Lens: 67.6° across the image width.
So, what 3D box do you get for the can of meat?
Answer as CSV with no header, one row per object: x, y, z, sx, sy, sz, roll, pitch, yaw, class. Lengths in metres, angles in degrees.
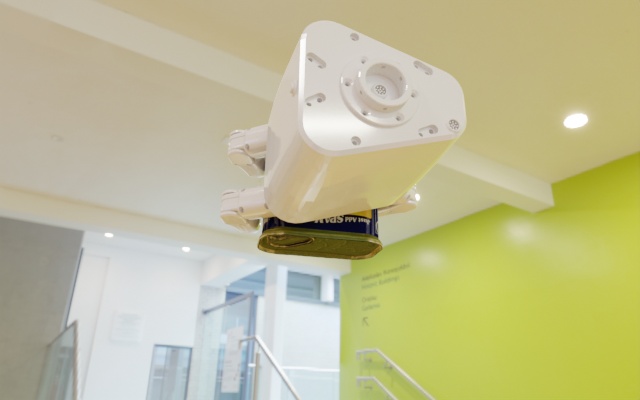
0.000,0.001,0.411,0.102,0.084,0.057,5,-22,-10,can of meat
